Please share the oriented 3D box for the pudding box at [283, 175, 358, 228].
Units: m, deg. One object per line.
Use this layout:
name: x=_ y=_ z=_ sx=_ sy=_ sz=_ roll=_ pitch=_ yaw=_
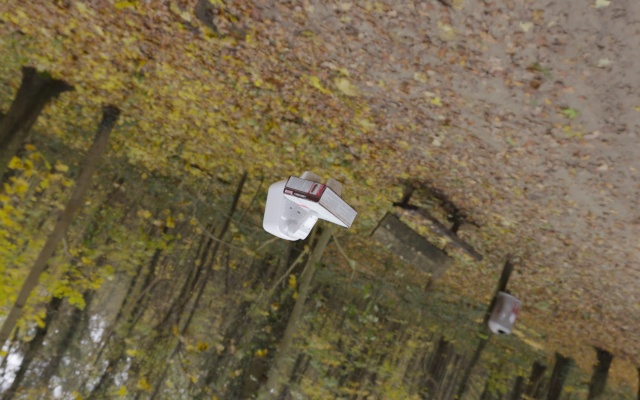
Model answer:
pudding box: x=0.000 y=0.003 z=0.845 sx=0.090 sy=0.039 sz=0.113 roll=15 pitch=-14 yaw=39
